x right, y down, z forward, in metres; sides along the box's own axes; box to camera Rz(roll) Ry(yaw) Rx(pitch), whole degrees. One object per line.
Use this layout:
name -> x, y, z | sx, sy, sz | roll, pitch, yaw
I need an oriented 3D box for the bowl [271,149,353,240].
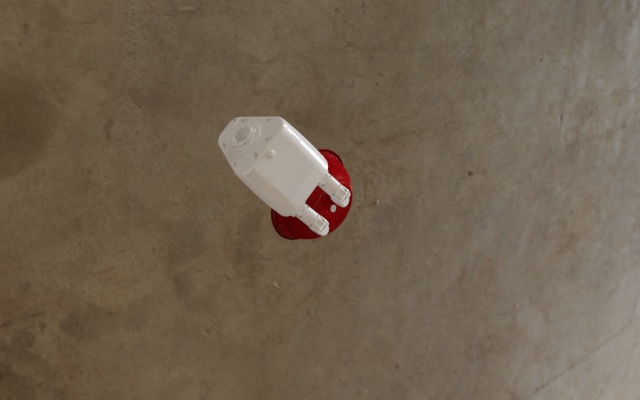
bowl -> 0.001, 0.003, 0.758 | 0.055, 0.162, 0.162 | 31, 19, 36
